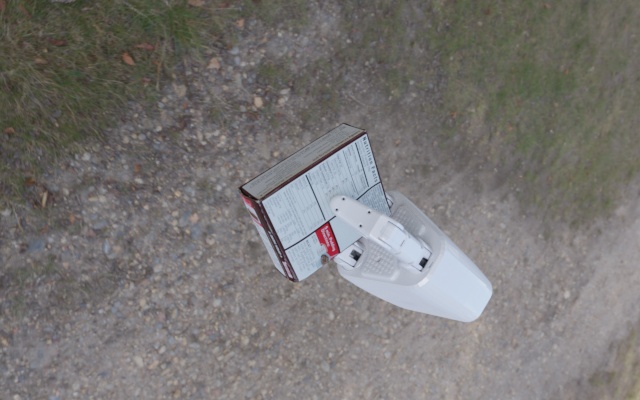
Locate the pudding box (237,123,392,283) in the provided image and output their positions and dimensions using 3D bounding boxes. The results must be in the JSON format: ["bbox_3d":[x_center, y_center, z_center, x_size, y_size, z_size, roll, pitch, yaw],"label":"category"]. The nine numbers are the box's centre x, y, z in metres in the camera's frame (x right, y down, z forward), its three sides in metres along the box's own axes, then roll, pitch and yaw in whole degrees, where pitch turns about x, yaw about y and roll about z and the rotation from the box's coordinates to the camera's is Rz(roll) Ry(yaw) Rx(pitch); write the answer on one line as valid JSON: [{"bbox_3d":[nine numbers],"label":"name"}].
[{"bbox_3d":[0.000,0.001,0.400,0.113,0.090,0.039,-35,33,-22],"label":"pudding box"}]
